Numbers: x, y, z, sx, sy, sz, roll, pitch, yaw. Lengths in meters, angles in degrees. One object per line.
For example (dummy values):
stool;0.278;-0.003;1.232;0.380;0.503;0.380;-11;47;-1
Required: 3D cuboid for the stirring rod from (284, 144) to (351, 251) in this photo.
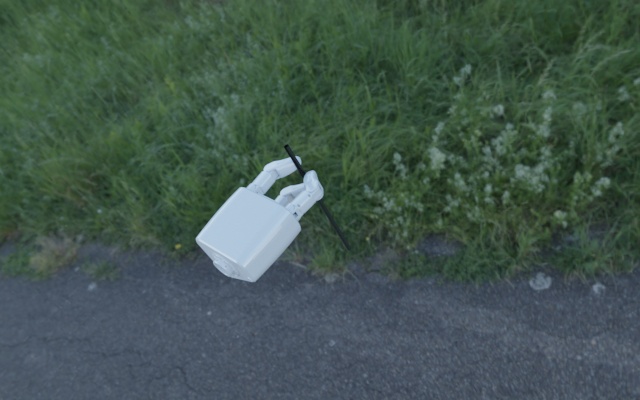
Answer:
stirring rod;0.000;0.003;0.779;0.011;0.011;0.240;0;-44;36
